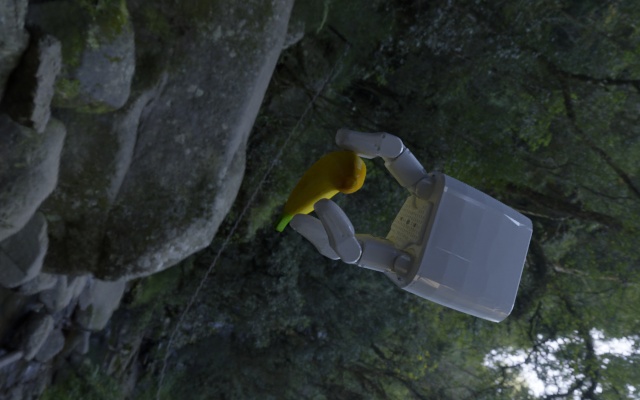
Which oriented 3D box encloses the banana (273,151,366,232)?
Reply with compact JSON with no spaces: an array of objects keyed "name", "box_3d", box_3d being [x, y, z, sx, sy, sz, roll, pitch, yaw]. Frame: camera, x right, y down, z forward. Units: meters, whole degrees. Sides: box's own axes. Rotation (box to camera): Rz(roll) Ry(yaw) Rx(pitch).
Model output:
[{"name":"banana","box_3d":[0.005,-0.014,0.470,0.037,0.069,0.198,27,-22,-12]}]
